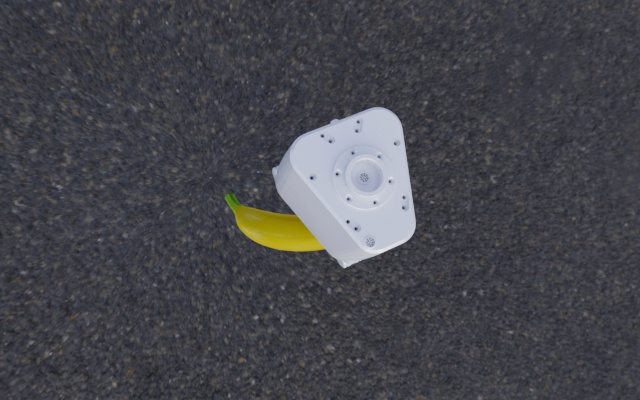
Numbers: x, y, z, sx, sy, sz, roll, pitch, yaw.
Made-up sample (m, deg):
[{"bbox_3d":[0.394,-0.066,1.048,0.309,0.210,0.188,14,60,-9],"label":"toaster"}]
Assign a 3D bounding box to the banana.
[{"bbox_3d":[-0.003,0.019,0.506,0.198,0.069,0.037,-1,-19,-5],"label":"banana"}]
